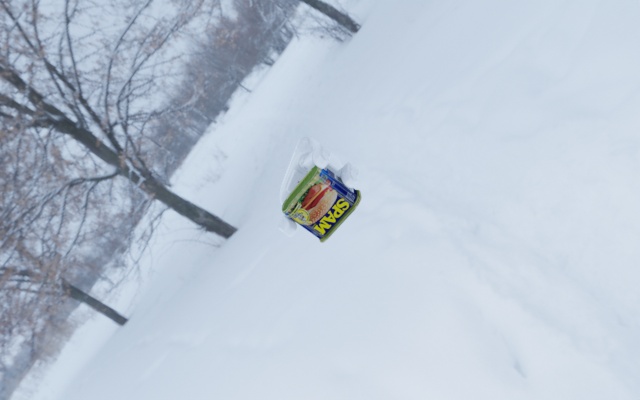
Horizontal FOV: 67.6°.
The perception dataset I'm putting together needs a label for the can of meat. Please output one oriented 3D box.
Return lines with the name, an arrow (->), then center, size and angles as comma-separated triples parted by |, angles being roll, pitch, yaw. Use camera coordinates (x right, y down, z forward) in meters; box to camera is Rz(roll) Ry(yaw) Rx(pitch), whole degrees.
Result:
can of meat -> 0.000, 0.002, 0.754 | 0.084, 0.102, 0.057 | 36, 20, -15
